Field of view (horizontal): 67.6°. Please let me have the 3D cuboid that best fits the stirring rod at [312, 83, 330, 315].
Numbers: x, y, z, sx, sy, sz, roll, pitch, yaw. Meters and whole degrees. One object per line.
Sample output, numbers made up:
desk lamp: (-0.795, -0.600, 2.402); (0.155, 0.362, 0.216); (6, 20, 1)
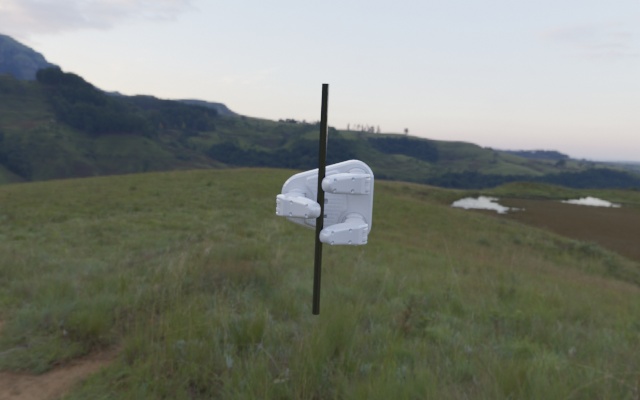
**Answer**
stirring rod: (0.000, 0.002, 0.496); (0.011, 0.239, 0.011); (2, 7, 0)
